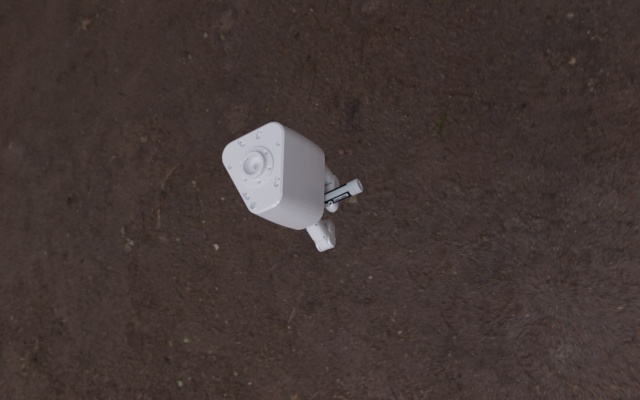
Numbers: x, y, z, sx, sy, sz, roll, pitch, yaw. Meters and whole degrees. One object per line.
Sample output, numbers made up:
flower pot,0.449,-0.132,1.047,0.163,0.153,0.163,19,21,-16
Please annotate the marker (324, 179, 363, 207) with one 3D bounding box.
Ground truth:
marker,0.000,0.002,0.651,0.121,0.020,0.020,-24,-9,20
